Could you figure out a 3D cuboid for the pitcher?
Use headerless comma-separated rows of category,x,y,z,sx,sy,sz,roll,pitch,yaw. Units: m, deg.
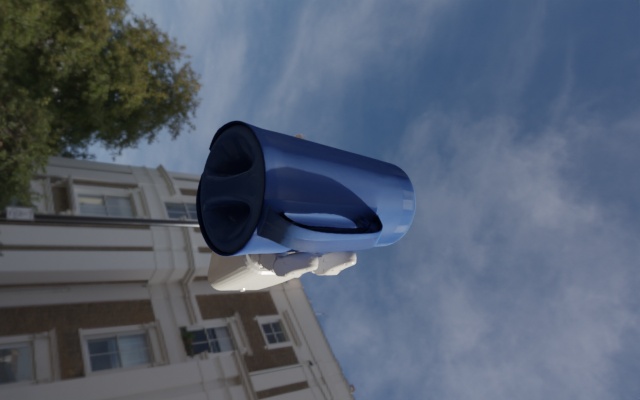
pitcher,0.000,0.002,0.534,0.243,0.149,0.145,5,-24,-40
